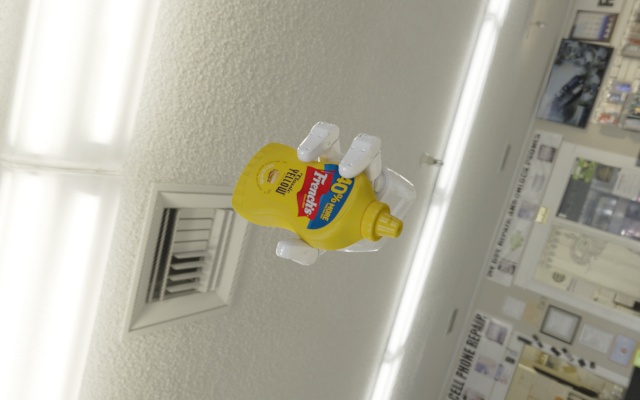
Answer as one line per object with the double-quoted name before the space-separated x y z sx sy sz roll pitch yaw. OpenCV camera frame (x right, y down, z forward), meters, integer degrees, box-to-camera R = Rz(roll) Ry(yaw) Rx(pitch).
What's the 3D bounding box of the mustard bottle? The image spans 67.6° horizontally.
"mustard bottle" 0.000 0.002 0.518 0.191 0.096 0.058 20 -22 30
